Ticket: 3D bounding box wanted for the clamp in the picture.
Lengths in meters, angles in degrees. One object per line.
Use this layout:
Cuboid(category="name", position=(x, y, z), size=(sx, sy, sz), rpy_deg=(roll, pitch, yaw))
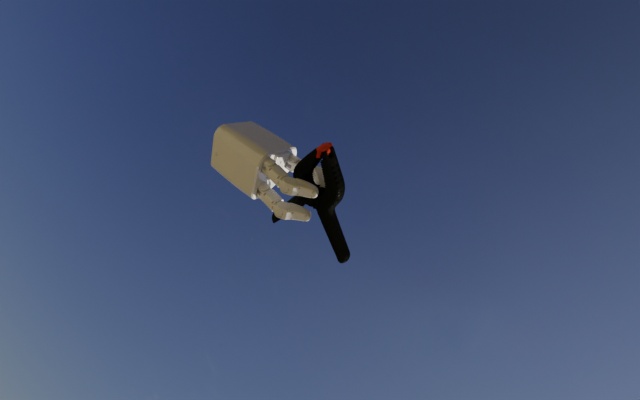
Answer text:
Cuboid(category="clamp", position=(0.001, 0.002, 0.791), size=(0.164, 0.210, 0.036), rpy_deg=(33, 43, 17))
